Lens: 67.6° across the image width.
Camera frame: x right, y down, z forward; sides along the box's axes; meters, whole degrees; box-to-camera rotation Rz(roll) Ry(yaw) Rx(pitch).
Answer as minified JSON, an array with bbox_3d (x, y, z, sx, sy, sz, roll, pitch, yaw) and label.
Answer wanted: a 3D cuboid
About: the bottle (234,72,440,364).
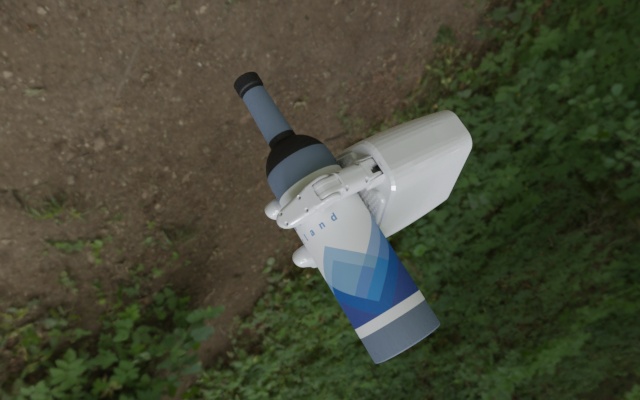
[{"bbox_3d":[0.000,0.002,0.445,0.069,0.295,0.069,-30,-13,-8],"label":"bottle"}]
